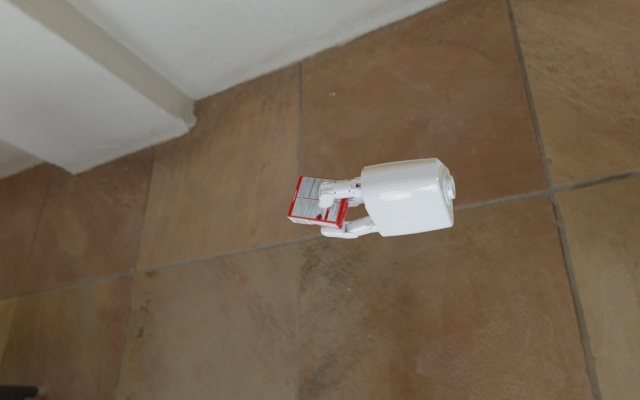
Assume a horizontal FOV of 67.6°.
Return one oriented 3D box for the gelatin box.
[{"bbox_3d":[0.000,0.002,0.754,0.089,0.073,0.030,7,-20,25],"label":"gelatin box"}]
